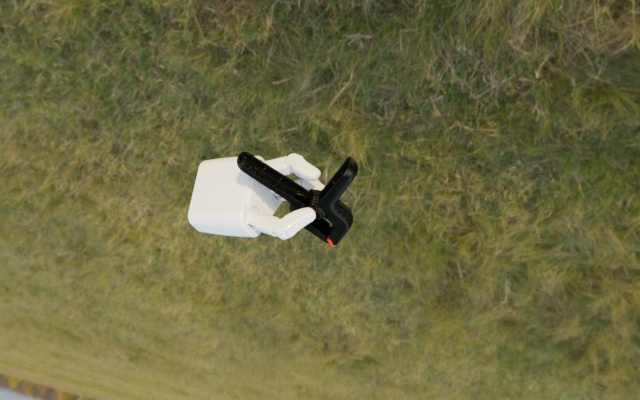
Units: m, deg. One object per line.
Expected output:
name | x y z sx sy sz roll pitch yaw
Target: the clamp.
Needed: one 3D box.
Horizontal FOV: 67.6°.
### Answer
clamp | 0.000 0.003 0.659 0.164 0.036 0.210 2 -33 29
